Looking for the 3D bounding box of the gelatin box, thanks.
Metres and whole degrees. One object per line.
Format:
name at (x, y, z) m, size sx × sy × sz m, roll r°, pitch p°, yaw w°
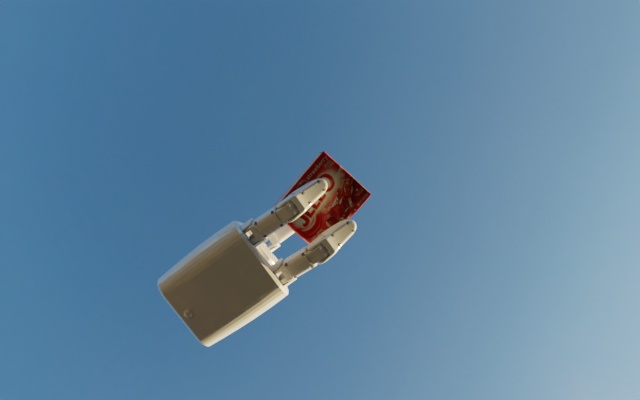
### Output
gelatin box at (0.000, 0.001, 0.534) m, size 0.073 × 0.089 × 0.030 m, roll 41°, pitch -4°, yaw -9°
